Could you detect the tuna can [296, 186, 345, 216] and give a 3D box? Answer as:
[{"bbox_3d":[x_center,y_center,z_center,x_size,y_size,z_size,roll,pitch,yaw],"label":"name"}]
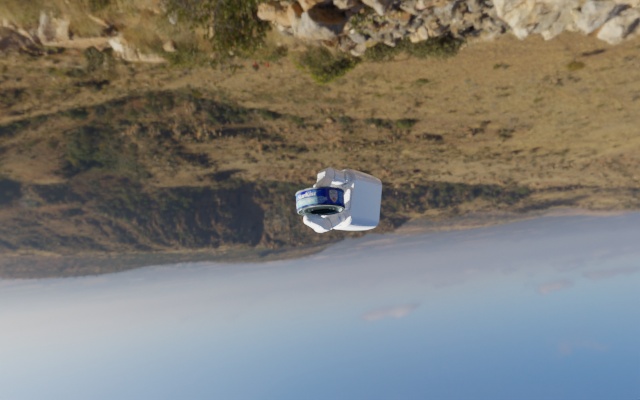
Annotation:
[{"bbox_3d":[0.000,0.003,0.836,0.086,0.033,0.086,-4,-14,-1],"label":"tuna can"}]
